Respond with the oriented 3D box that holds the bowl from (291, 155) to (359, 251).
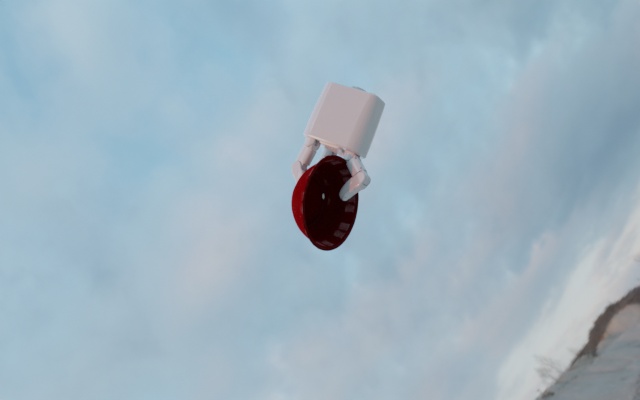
[{"bbox_3d":[-0.001,0.004,0.813,0.055,0.162,0.162,5,3,36],"label":"bowl"}]
